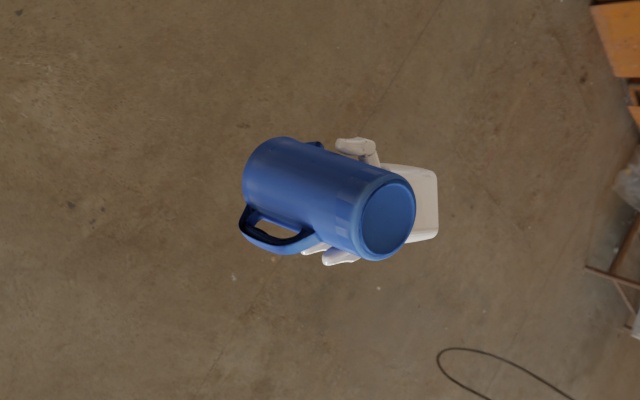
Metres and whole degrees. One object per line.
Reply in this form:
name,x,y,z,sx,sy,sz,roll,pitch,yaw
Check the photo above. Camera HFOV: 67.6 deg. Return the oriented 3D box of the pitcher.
pitcher,0.000,0.002,0.643,0.145,0.149,0.242,0,13,-38
